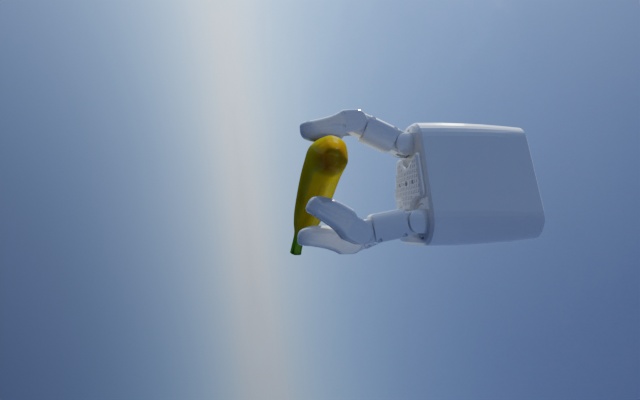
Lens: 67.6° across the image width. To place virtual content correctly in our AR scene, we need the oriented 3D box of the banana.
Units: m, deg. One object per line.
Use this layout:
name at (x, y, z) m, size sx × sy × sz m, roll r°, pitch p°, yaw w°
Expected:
banana at (0.000, -0.013, 0.451) m, size 0.037 × 0.069 × 0.198 m, roll 5°, pitch -29°, yaw -7°
